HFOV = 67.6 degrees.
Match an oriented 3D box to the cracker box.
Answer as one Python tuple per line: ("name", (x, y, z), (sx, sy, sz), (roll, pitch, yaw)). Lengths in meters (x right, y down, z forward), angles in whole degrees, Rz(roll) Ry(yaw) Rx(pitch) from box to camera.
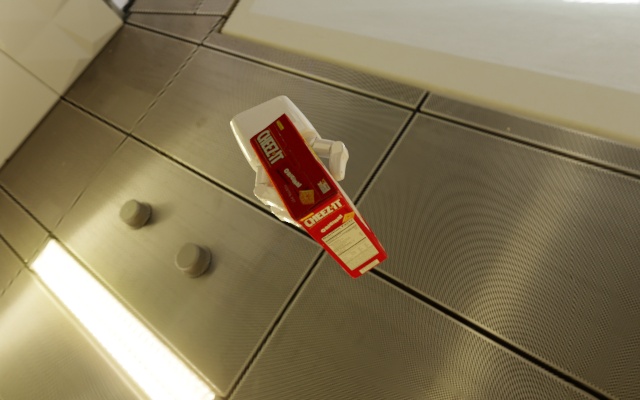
("cracker box", (0.000, 0.002, 0.685), (0.072, 0.164, 0.214), (-36, -37, 3))
